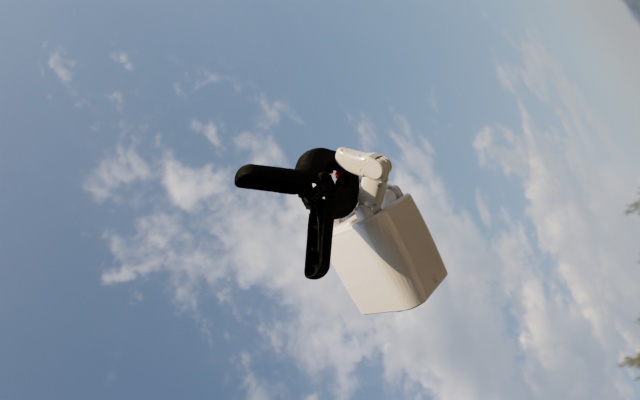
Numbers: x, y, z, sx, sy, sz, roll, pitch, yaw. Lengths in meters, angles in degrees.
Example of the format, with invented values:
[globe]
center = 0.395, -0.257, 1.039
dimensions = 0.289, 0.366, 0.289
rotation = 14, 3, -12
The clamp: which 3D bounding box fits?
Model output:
[clamp]
center = 0.000, 0.002, 0.477
dimensions = 0.039, 0.120, 0.171
rotation = -26, 1, 38
